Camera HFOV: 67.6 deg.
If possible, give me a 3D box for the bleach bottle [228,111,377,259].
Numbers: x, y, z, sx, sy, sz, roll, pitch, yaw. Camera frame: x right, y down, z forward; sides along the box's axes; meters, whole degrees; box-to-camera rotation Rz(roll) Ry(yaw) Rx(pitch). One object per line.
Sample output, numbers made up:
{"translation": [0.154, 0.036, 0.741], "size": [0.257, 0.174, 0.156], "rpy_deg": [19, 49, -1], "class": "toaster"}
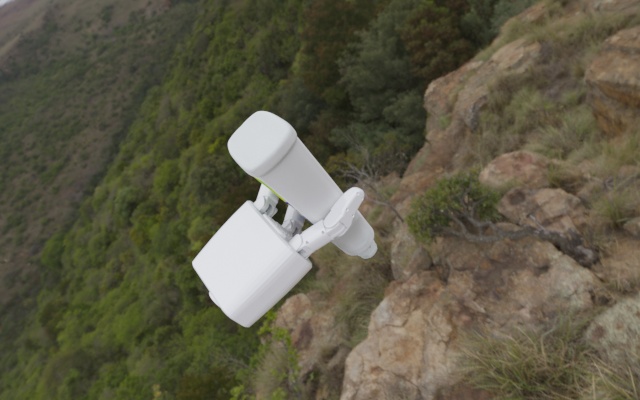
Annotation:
{"translation": [0.000, 0.002, 0.585], "size": [0.251, 0.068, 0.102], "rpy_deg": [45, -2, -37], "class": "bleach bottle"}
